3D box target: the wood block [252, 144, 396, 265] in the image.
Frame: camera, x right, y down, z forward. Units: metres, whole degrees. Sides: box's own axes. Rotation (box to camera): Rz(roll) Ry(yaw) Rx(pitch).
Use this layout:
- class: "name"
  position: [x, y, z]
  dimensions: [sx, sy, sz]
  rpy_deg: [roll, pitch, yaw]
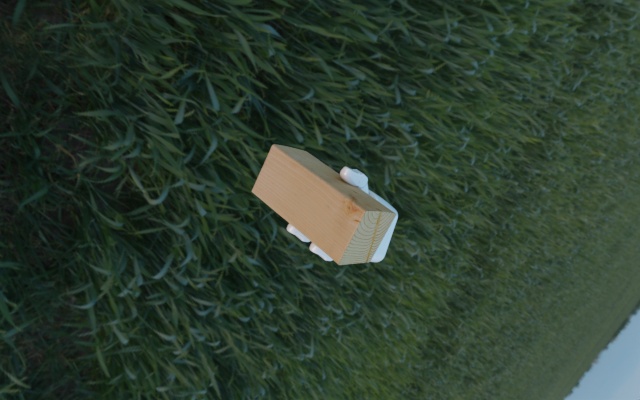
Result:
- class: "wood block"
  position: [0.001, 0.002, 0.743]
  dimensions: [0.206, 0.091, 0.090]
  rpy_deg: [37, 18, 33]
